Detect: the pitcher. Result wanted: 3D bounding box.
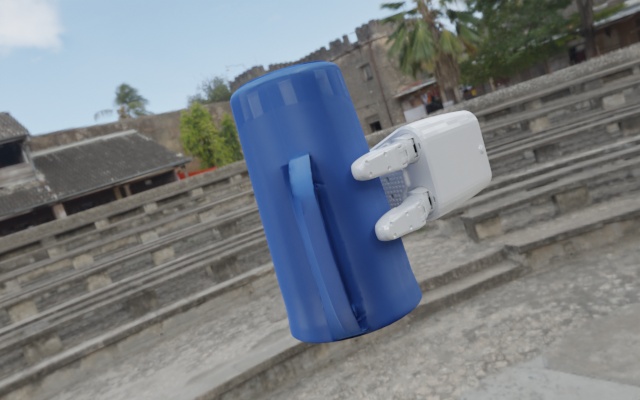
[{"bbox_3d":[0.000,0.001,0.447,0.145,0.243,0.149,-22,7,-36],"label":"pitcher"}]
